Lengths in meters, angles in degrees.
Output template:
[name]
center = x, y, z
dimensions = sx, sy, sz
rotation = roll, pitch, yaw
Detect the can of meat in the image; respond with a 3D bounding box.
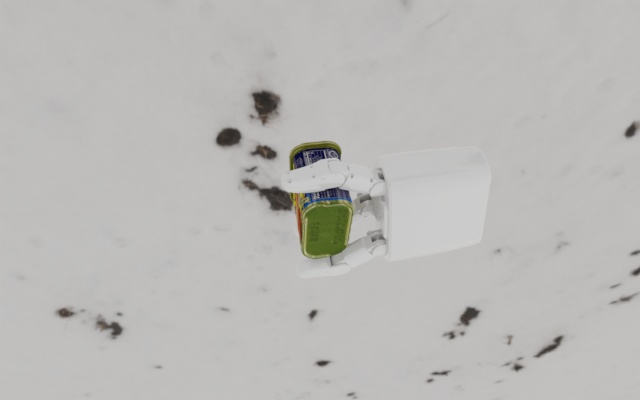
[can of meat]
center = 0.000, 0.002, 0.514
dimensions = 0.057, 0.084, 0.102
rotation = -6, -38, -8
